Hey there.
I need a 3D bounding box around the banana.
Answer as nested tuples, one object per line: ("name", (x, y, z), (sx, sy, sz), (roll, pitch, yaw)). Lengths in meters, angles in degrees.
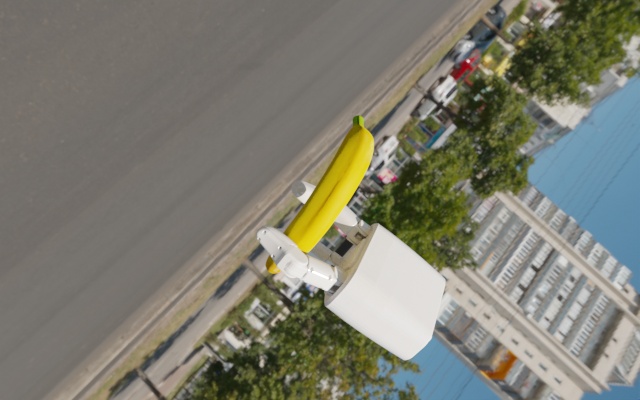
("banana", (0.004, 0.001, 0.497), (0.037, 0.198, 0.069), (33, 1, -8))
